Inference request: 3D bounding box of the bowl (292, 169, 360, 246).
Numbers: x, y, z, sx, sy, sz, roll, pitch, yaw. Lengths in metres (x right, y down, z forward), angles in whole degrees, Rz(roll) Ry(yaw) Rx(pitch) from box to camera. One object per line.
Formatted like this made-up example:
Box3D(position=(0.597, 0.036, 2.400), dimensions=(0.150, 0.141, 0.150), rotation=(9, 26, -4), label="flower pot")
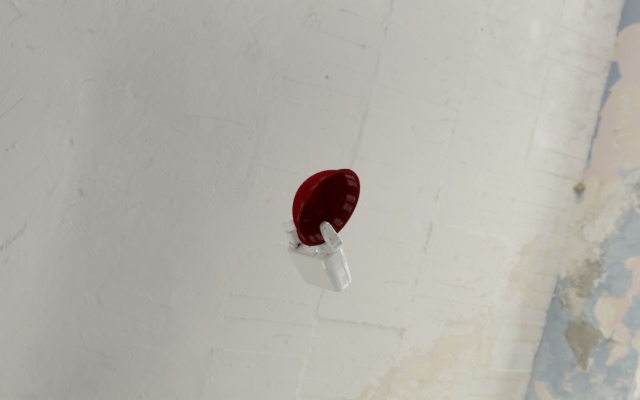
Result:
Box3D(position=(0.000, 0.002, 0.886), dimensions=(0.055, 0.162, 0.162), rotation=(35, 21, 34), label="bowl")
